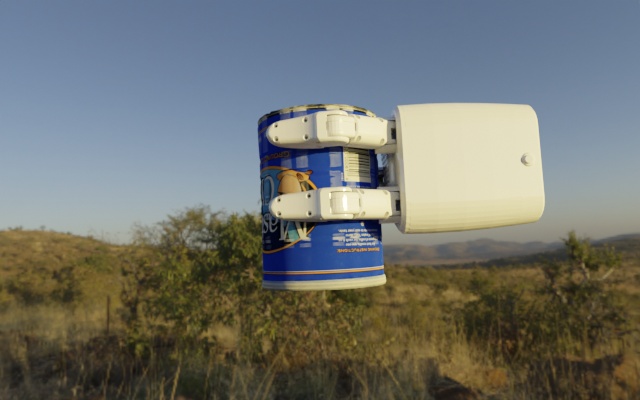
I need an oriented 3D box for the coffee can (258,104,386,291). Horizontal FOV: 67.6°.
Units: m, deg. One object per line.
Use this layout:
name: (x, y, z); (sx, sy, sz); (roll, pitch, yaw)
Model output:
coffee can: (0.000, 0.001, 0.405); (0.103, 0.140, 0.103); (-2, -6, 0)
